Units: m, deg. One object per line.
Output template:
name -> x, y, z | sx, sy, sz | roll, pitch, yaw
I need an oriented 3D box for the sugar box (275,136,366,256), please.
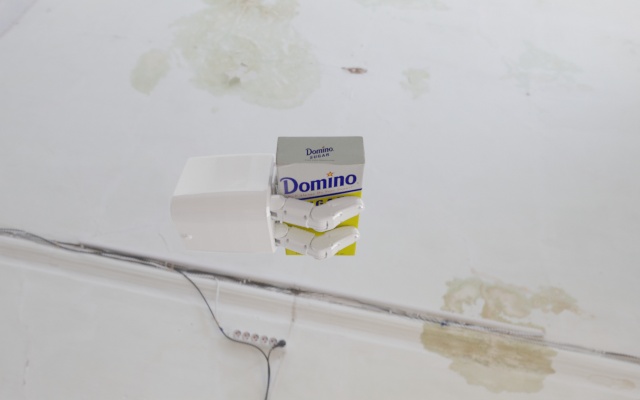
sugar box -> 0.000, 0.002, 0.556 | 0.093, 0.048, 0.176 | -1, -36, 1
